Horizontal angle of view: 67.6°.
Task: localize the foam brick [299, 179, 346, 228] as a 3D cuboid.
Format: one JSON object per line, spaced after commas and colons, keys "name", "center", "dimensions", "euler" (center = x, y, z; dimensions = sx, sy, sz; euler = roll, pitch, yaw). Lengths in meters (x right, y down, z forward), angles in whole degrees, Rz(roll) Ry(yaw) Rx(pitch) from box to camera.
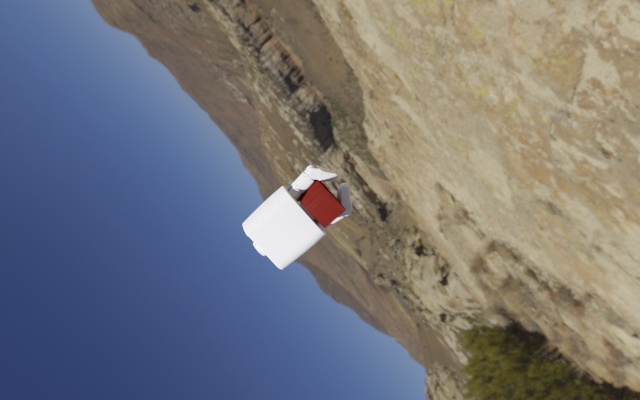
{"name": "foam brick", "center": [0.000, 0.003, 0.850], "dimensions": [0.051, 0.053, 0.078], "euler": [-41, 27, 1]}
